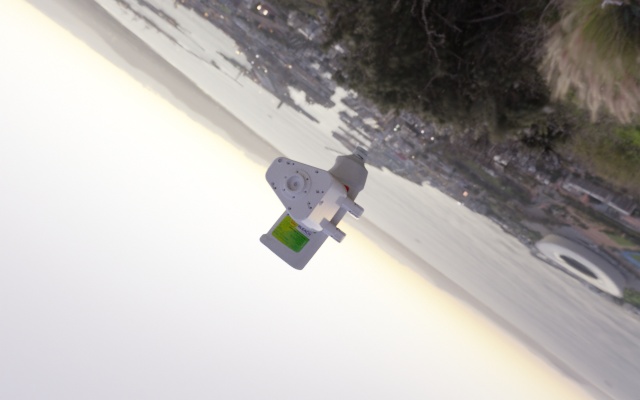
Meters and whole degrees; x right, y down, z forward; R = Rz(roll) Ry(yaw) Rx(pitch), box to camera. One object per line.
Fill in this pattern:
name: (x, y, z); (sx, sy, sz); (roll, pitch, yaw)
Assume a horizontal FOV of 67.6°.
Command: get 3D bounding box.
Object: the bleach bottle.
bleach bottle: (0.000, 0.003, 0.887); (0.102, 0.251, 0.068); (36, -1, 17)
